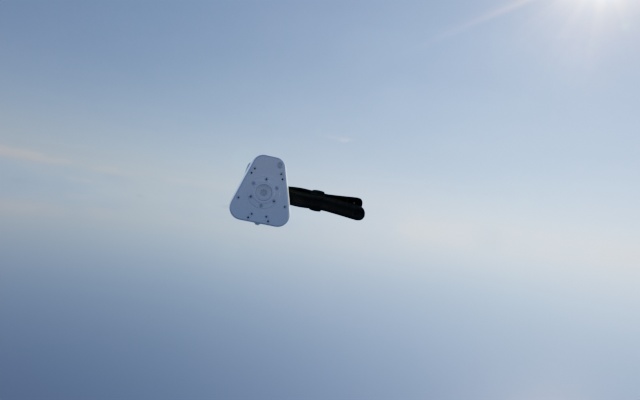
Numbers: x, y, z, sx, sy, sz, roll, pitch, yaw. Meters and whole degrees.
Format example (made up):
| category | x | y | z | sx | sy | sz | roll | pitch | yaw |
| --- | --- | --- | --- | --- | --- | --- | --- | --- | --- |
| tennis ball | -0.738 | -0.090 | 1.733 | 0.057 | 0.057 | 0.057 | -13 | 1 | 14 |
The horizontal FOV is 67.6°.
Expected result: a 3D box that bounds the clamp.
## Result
| category | x | y | z | sx | sy | sz | roll | pitch | yaw |
| --- | --- | --- | --- | --- | --- | --- | --- | --- | --- |
| clamp | 0.000 | 0.002 | 0.834 | 0.171 | 0.039 | 0.120 | 7 | 4 | -7 |
